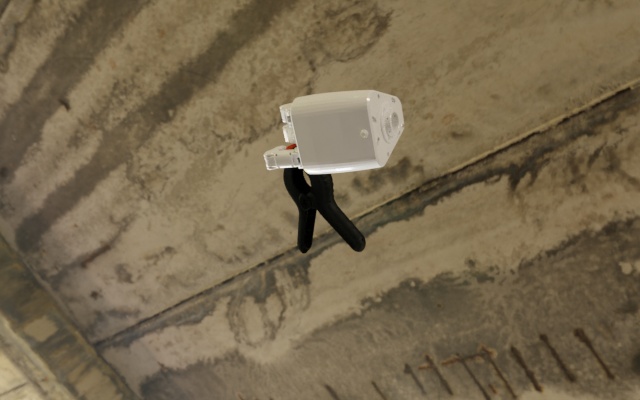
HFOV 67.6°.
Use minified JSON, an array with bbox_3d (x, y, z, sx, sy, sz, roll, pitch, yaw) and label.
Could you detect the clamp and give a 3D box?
[{"bbox_3d":[0.000,0.002,0.665,0.120,0.171,0.039,0,25,33],"label":"clamp"}]
